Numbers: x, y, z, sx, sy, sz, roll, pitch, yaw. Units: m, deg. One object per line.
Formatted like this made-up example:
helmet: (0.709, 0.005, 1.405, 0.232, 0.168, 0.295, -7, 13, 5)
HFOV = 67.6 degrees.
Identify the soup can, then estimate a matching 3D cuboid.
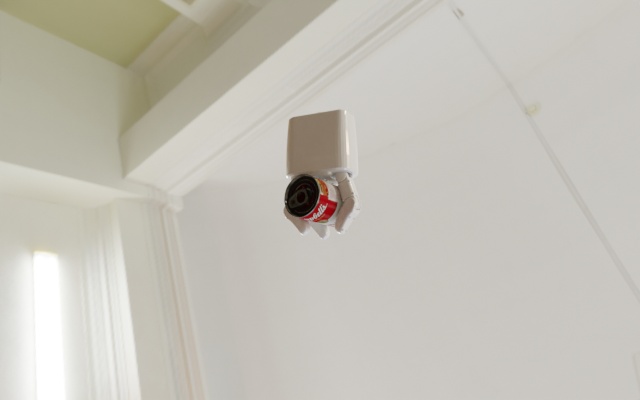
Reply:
soup can: (0.000, 0.003, 0.762, 0.068, 0.068, 0.102, 0, -12, 36)
